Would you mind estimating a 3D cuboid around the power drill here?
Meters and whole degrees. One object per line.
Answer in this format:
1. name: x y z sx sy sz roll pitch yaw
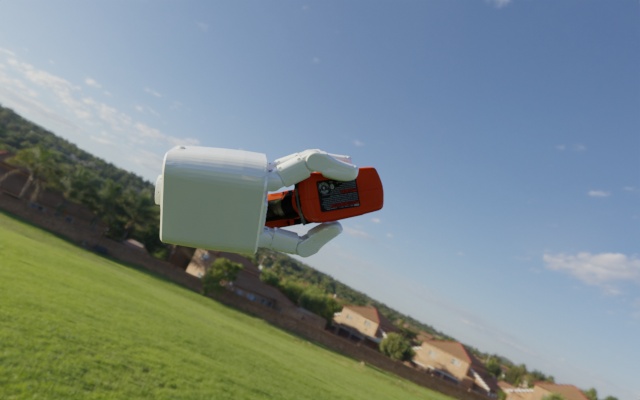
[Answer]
1. power drill: 0.000 0.002 0.618 0.184 0.057 0.188 -11 -3 -27
